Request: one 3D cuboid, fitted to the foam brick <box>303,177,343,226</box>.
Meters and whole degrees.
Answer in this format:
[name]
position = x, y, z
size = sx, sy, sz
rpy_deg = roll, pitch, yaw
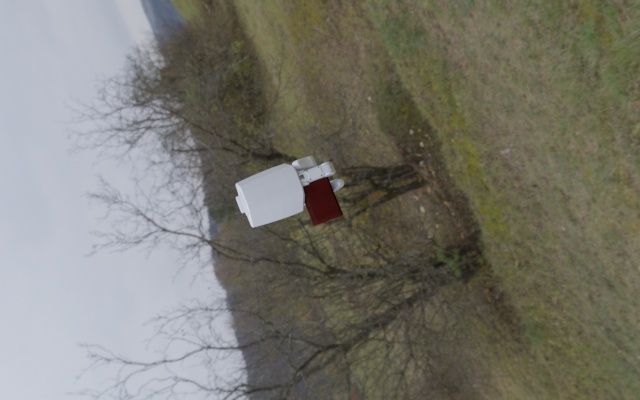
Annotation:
[foam brick]
position = 0.000, 0.003, 0.897
size = 0.051, 0.078, 0.053
rpy_deg = -21, -5, -13
